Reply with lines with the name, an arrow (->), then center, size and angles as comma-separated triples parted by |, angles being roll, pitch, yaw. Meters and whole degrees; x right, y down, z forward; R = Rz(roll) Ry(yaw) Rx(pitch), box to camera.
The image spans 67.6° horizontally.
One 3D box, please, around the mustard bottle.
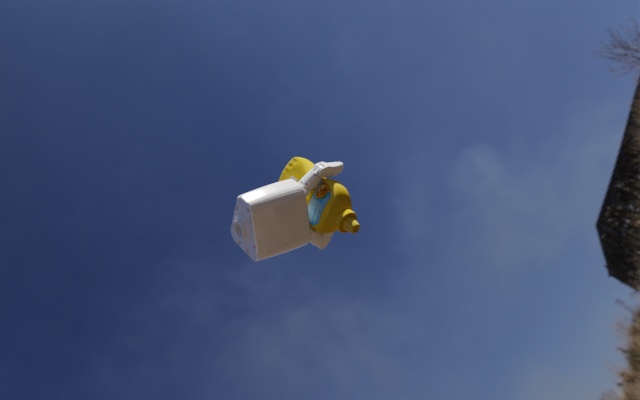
mustard bottle -> 0.000, 0.003, 0.850 | 0.058, 0.096, 0.191 | 9, 21, -47
